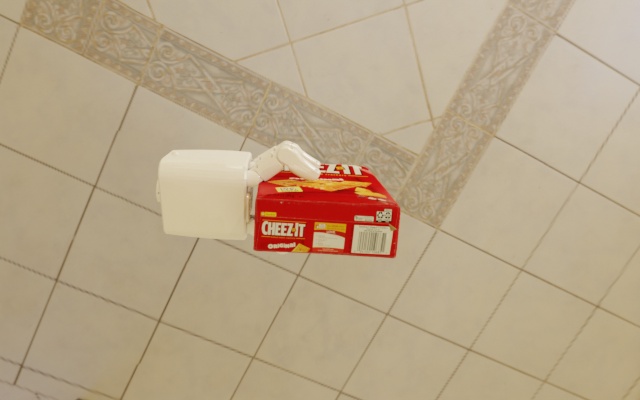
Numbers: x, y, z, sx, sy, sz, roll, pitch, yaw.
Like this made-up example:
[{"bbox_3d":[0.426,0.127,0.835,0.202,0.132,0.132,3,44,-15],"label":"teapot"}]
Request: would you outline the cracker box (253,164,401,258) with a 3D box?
[{"bbox_3d":[0.000,0.002,0.626,0.164,0.072,0.213,3,16,-5],"label":"cracker box"}]
